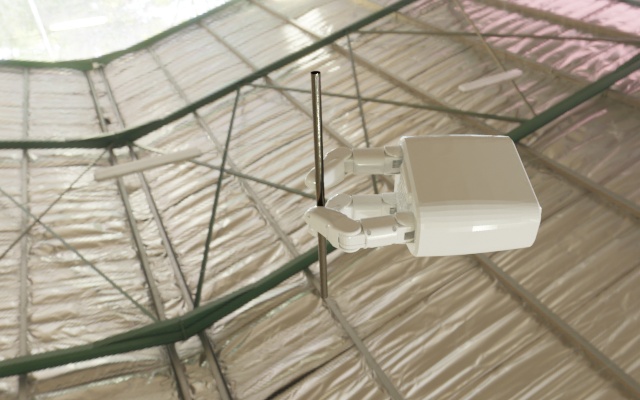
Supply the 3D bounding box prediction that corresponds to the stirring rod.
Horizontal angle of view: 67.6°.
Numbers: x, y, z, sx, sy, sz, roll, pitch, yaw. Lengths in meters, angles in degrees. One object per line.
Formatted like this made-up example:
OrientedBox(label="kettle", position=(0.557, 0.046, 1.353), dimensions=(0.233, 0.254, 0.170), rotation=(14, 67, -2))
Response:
OrientedBox(label="stirring rod", position=(0.000, 0.001, 0.432), dimensions=(0.011, 0.240, 0.011), rotation=(-1, 35, 1))
